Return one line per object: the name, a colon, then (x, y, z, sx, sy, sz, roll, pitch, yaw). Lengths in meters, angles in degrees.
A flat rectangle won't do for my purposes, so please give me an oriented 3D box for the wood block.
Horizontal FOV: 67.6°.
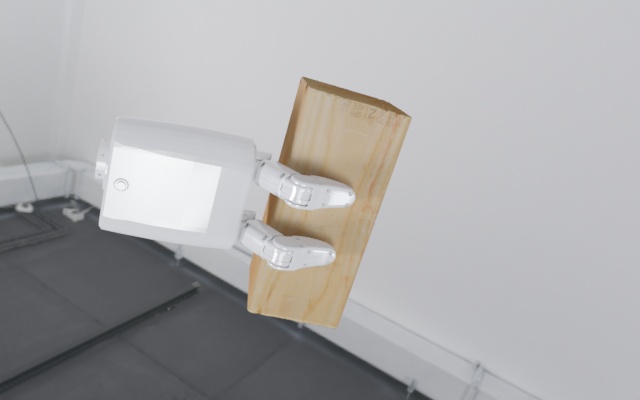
wood block: (0.000, 0.001, 0.447, 0.090, 0.206, 0.090, 14, 19, -12)
